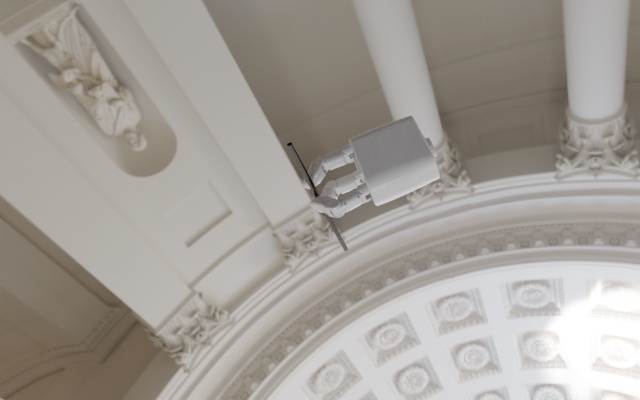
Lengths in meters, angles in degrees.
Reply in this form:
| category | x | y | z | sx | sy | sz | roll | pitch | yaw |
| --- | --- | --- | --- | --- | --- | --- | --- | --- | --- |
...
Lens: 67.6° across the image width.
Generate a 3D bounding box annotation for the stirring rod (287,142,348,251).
| category | x | y | z | sx | sy | sz | roll | pitch | yaw |
| --- | --- | --- | --- | --- | --- | --- | --- | --- | --- |
| stirring rod | 0.000 | 0.002 | 0.753 | 0.011 | 0.011 | 0.240 | 0 | -43 | 30 |
